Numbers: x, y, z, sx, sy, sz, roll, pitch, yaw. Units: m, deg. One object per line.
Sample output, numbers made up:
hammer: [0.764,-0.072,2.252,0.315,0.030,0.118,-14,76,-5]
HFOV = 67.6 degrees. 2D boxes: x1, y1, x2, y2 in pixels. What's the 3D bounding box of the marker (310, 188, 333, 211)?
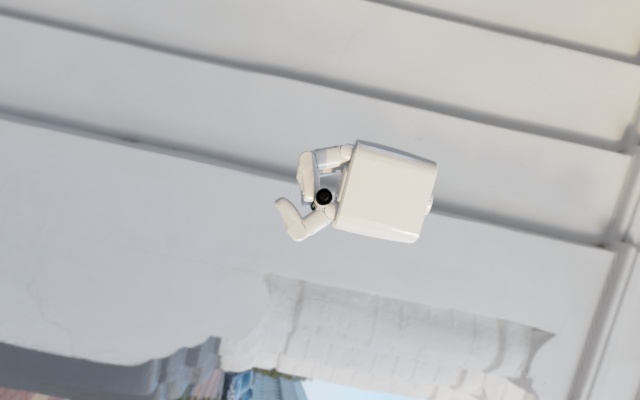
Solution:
marker: [0.000,0.002,0.577,0.020,0.020,0.121,0,-7,-5]
